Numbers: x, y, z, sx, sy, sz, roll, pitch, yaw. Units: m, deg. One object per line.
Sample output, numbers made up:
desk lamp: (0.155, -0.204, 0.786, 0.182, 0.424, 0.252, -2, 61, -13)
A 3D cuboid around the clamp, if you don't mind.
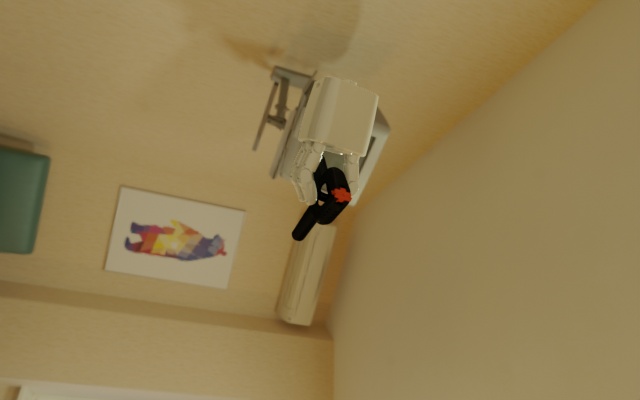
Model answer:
clamp: (0.001, 0.003, 0.798, 0.036, 0.164, 0.210, 15, 2, -17)
